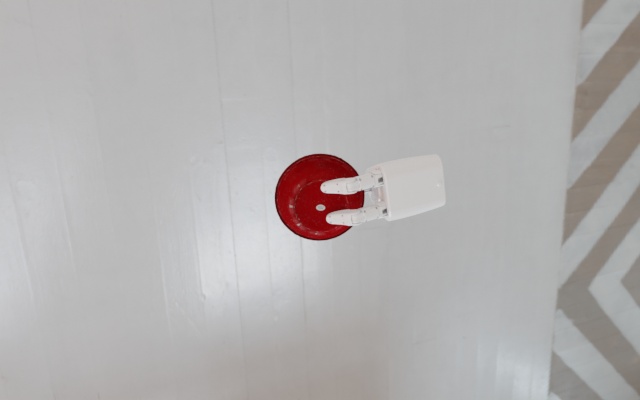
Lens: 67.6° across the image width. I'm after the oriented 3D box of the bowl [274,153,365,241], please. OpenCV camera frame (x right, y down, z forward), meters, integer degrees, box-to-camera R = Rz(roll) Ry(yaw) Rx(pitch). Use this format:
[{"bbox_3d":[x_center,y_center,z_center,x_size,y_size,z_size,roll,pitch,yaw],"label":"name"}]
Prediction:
[{"bbox_3d":[-0.001,0.003,0.825,0.162,0.162,0.055,0,16,-3],"label":"bowl"}]
